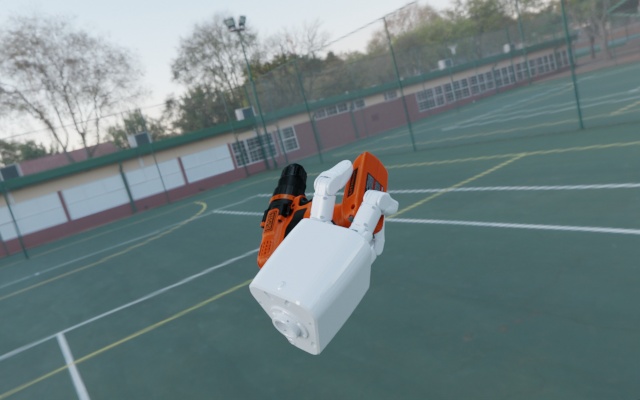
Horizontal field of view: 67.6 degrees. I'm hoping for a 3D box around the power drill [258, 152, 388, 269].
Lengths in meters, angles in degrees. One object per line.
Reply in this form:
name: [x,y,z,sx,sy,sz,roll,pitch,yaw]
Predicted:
power drill: [0.000,0.002,0.648,0.188,0.184,0.057,-22,-45,38]
